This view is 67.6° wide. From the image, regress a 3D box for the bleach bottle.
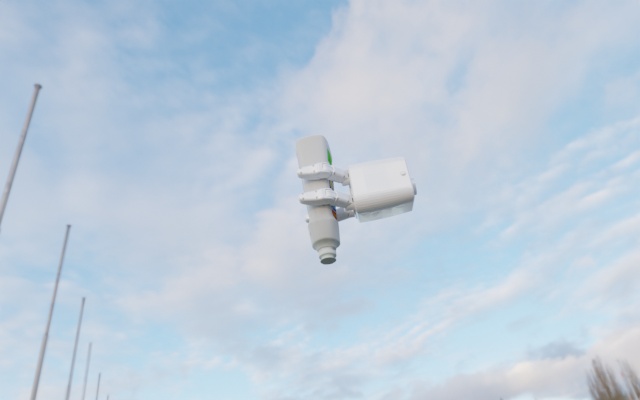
[{"bbox_3d":[0.000,0.003,0.884,0.068,0.250,0.103,-11,-33,4],"label":"bleach bottle"}]
